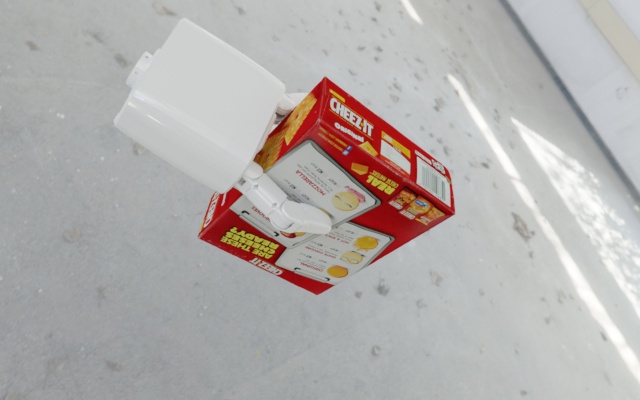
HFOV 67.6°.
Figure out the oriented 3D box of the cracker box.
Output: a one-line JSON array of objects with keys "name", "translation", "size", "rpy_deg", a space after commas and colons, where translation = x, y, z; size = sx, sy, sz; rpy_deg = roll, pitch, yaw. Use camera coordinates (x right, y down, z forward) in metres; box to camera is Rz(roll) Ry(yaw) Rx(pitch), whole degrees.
[{"name": "cracker box", "translation": [0.000, 0.002, 0.490], "size": [0.164, 0.072, 0.214], "rpy_deg": [31, -46, -24]}]
